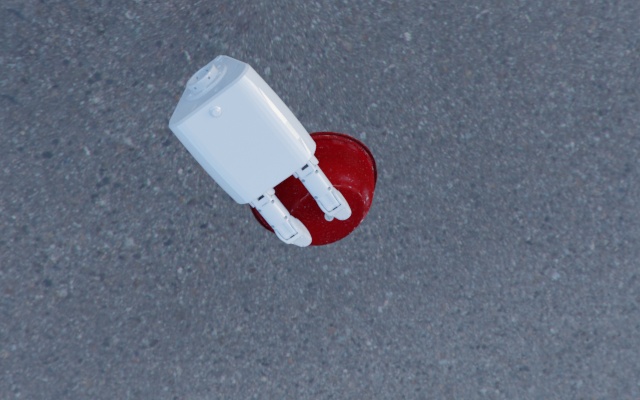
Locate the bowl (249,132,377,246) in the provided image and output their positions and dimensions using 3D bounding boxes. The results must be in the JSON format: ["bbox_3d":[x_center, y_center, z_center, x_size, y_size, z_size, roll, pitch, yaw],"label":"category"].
[{"bbox_3d":[0.001,0.003,0.561,0.162,0.162,0.055,0,39,-22],"label":"bowl"}]
